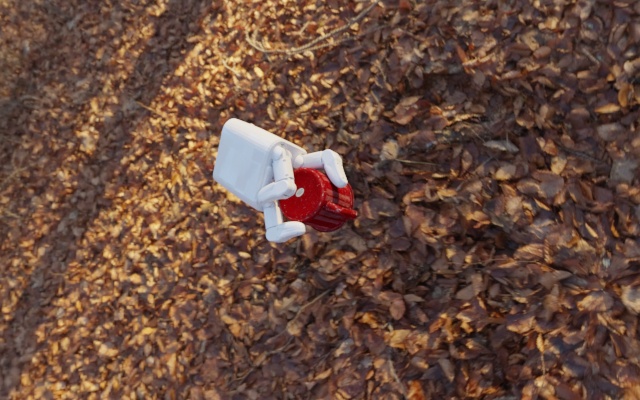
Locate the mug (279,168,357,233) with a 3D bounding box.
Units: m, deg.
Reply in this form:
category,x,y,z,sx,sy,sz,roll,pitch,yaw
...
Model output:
category,x,y,z,sx,sy,sz,roll,pitch,yaw
mug,0.001,0.003,0.707,0.117,0.093,0.081,27,5,32
